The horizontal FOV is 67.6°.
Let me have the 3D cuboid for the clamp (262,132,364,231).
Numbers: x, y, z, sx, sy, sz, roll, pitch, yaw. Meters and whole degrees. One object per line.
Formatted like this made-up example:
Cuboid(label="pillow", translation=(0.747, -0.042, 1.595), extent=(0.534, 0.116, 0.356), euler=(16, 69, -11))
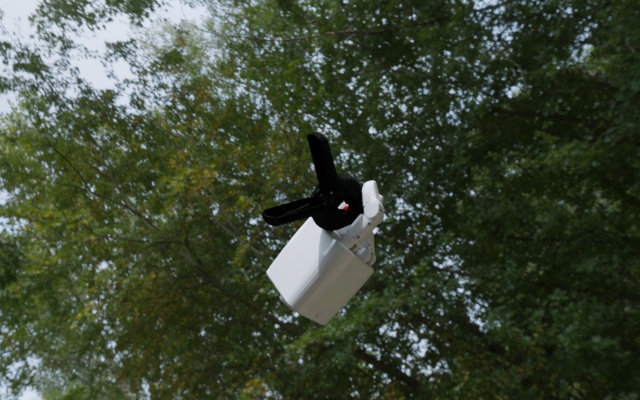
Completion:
Cuboid(label="clamp", translation=(0.000, 0.002, 0.602), extent=(0.039, 0.120, 0.171), euler=(40, -1, 40))
